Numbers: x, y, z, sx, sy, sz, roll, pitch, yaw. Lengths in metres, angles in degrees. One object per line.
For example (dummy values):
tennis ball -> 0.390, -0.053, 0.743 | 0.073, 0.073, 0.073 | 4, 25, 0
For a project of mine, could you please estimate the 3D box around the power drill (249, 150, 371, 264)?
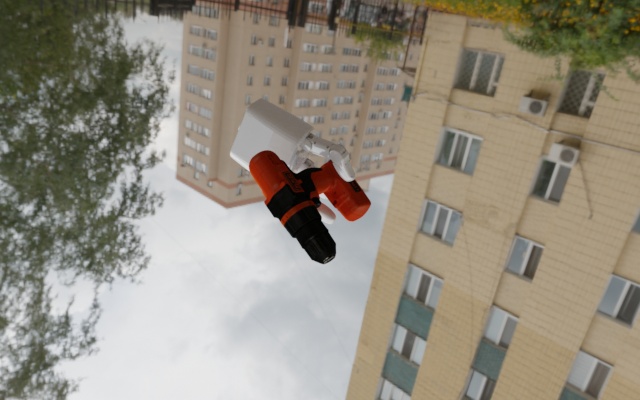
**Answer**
power drill -> 0.000, 0.002, 0.711 | 0.057, 0.184, 0.187 | -43, -19, 28
